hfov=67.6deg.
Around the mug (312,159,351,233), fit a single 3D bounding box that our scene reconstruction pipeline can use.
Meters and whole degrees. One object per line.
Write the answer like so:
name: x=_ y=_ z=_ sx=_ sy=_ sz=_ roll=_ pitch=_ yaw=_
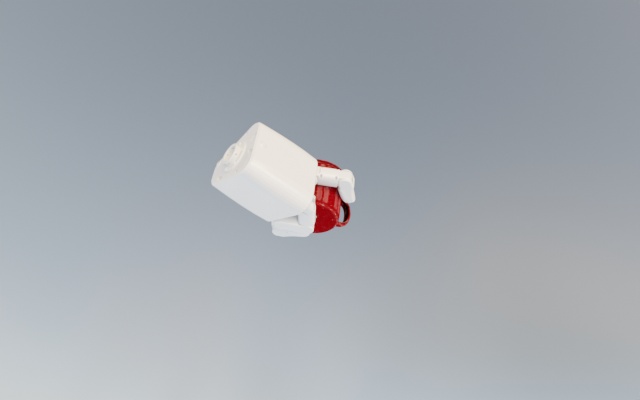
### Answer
mug: x=0.001 y=0.003 z=0.747 sx=0.117 sy=0.081 sz=0.093 roll=33 pitch=-45 yaw=-28
